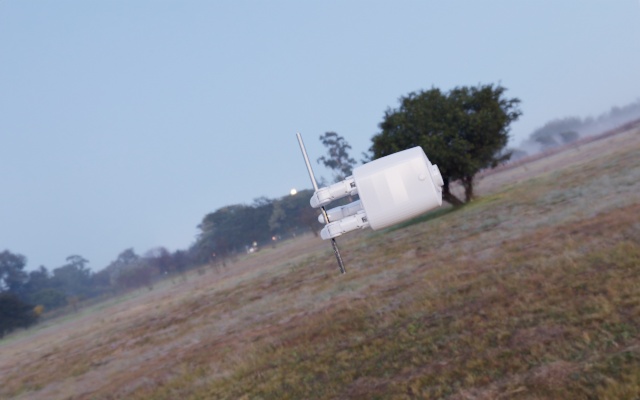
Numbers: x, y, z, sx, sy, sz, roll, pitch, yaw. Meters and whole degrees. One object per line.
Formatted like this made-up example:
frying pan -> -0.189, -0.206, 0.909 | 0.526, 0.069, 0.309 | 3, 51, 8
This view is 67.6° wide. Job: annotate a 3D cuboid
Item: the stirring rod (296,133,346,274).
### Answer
stirring rod -> 0.000, 0.003, 0.774 | 0.011, 0.239, 0.011 | -18, -8, -3
